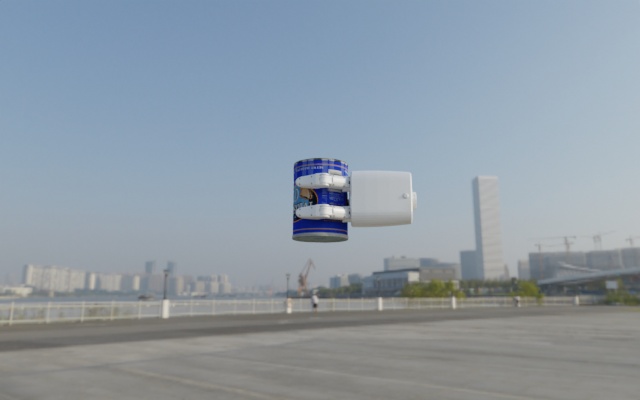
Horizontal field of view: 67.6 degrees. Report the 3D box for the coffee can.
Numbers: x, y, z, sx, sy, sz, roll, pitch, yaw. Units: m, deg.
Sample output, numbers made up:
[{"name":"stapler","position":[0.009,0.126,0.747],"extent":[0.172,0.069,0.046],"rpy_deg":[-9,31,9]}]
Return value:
[{"name":"coffee can","position":[0.000,0.003,0.880],"extent":[0.103,0.140,0.103],"rpy_deg":[0,-11,0]}]
